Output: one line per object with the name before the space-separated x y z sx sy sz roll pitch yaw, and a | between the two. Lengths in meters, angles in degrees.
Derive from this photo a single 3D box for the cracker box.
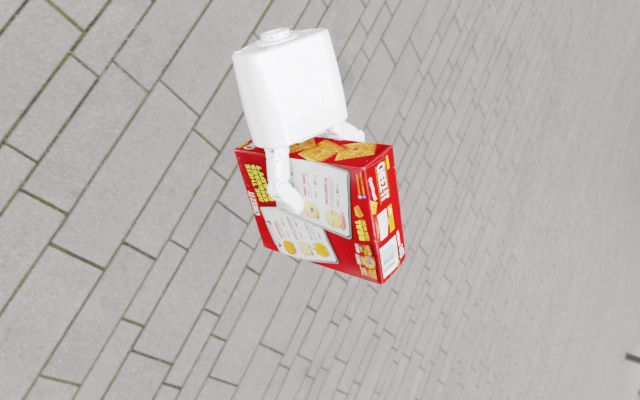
cracker box | 0.000 0.002 0.629 0.213 0.164 0.072 12 36 39
